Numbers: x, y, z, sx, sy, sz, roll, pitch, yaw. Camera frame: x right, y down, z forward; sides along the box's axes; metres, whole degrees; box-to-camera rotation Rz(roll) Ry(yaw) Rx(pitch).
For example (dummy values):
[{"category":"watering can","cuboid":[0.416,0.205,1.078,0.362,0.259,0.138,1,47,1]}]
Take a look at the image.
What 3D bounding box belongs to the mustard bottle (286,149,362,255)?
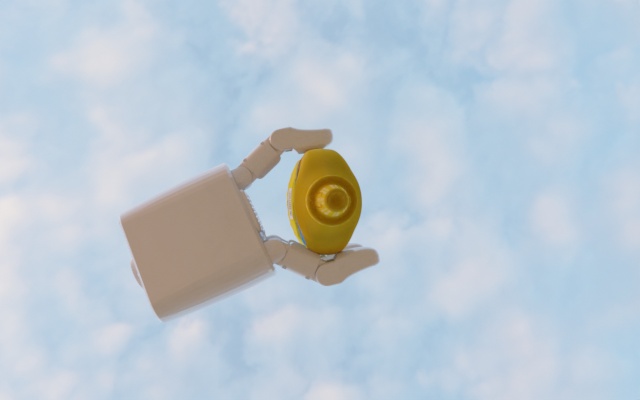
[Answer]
[{"category":"mustard bottle","cuboid":[0.000,0.001,0.448,0.058,0.096,0.191,-1,-1,-6]}]
